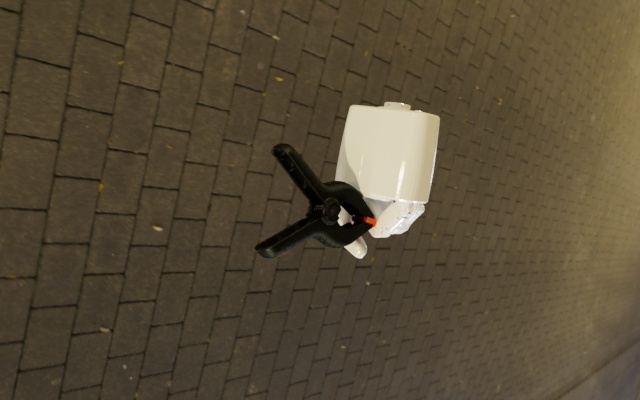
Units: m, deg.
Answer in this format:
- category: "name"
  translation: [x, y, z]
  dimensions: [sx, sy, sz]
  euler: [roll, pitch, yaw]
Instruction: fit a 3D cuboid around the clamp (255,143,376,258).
- category: "clamp"
  translation: [0.001, 0.002, 0.543]
  dimensions: [0.039, 0.120, 0.171]
  euler: [11, 6, 44]
